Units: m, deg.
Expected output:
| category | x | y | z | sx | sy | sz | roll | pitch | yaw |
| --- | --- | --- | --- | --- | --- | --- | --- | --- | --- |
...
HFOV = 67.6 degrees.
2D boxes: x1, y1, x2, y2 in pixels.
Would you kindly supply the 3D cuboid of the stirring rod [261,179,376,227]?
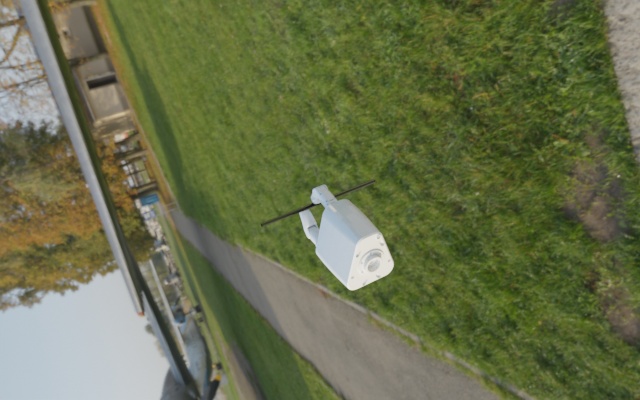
| category | x | y | z | sx | sy | sz | roll | pitch | yaw |
| --- | --- | --- | --- | --- | --- | --- | --- | --- | --- |
| stirring rod | 0.000 | 0.003 | 0.893 | 0.239 | 0.011 | 0.011 | -21 | 7 | -19 |
